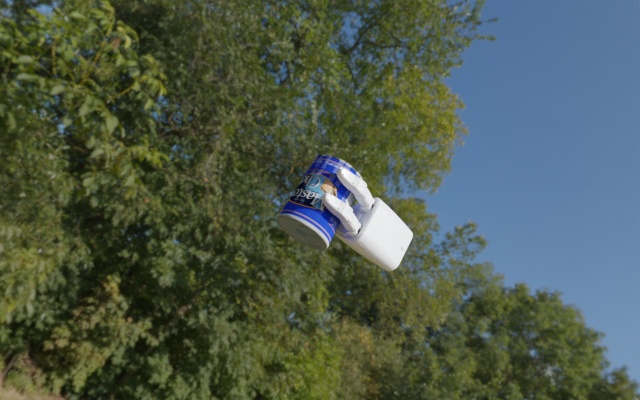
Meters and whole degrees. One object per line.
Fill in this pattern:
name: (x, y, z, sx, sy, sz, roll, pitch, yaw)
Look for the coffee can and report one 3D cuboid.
coffee can: (0.000, 0.003, 0.856, 0.103, 0.140, 0.103, 26, -23, 12)
